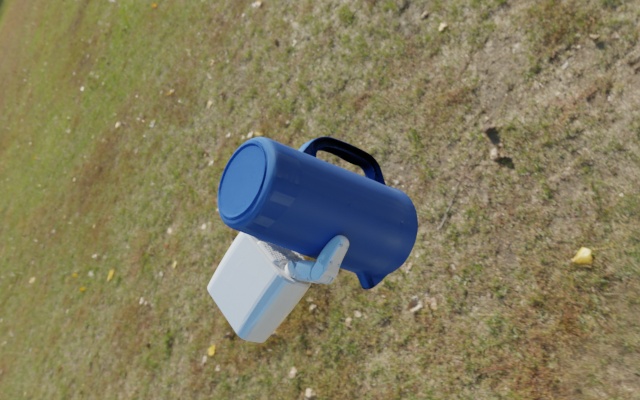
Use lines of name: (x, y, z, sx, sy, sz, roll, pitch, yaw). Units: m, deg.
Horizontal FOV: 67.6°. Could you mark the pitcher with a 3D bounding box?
pitcher: (0.000, 0.002, 0.601, 0.243, 0.145, 0.149, 22, 20, -39)
